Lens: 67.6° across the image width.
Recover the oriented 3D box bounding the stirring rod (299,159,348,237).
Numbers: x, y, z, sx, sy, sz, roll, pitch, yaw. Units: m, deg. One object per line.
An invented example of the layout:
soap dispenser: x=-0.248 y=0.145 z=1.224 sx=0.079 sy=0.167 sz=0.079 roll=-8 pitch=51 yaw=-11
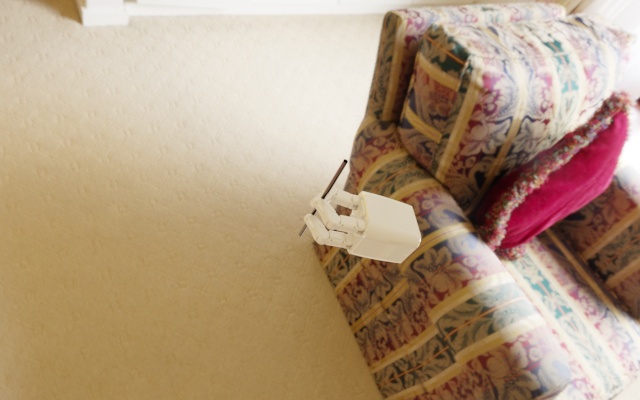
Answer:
stirring rod: x=0.000 y=0.003 z=0.841 sx=0.011 sy=0.011 sz=0.240 roll=0 pitch=-32 yaw=-23
